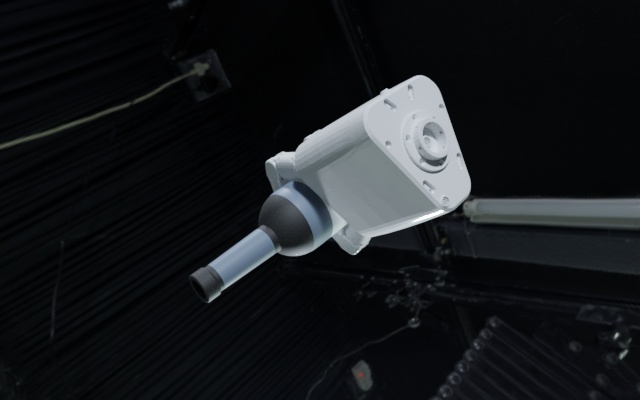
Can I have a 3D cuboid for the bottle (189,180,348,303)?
[{"bbox_3d":[0.000,0.001,0.472,0.295,0.069,0.069,-36,21,-33],"label":"bottle"}]
